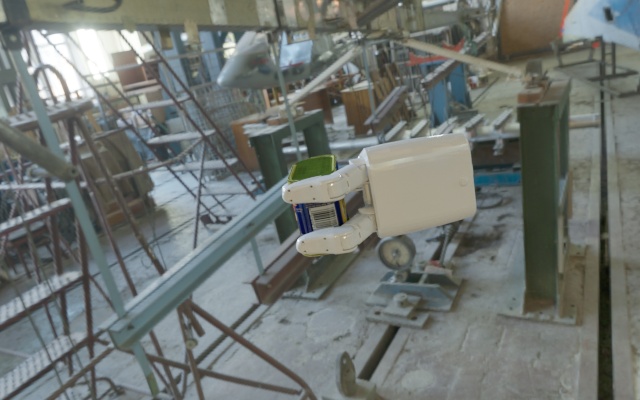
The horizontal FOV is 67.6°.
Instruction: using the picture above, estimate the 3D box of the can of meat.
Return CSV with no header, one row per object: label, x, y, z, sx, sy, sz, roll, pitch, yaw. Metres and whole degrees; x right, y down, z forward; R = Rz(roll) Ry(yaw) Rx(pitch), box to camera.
can of meat,0.000,0.001,0.529,0.057,0.084,0.102,-10,18,5
